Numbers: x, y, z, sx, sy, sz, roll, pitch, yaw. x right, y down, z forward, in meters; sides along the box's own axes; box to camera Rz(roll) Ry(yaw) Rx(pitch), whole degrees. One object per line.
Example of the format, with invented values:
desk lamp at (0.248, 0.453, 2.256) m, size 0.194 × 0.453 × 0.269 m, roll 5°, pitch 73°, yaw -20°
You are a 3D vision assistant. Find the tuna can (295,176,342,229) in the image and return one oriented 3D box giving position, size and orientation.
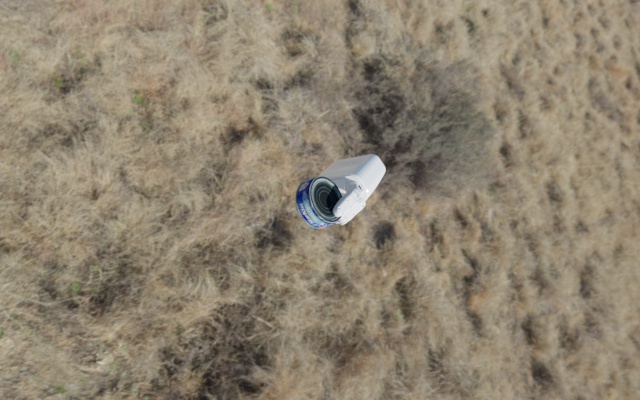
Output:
tuna can at (0.001, 0.003, 0.808) m, size 0.034 × 0.086 × 0.086 m, roll -23°, pitch -15°, yaw 41°
